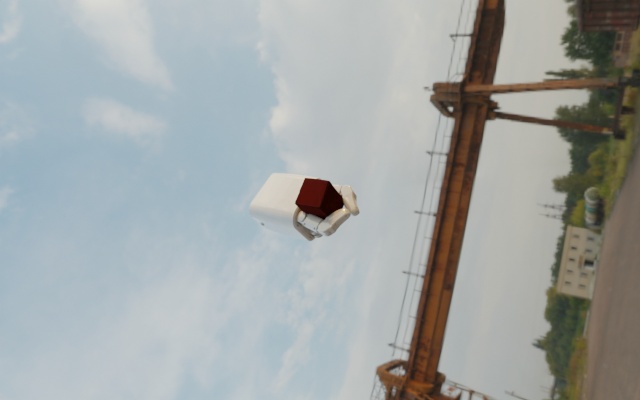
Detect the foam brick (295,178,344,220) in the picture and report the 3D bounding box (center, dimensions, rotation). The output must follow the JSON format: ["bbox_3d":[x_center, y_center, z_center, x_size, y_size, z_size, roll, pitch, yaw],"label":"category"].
[{"bbox_3d":[0.000,0.003,0.828,0.051,0.053,0.078,11,-21,29],"label":"foam brick"}]
